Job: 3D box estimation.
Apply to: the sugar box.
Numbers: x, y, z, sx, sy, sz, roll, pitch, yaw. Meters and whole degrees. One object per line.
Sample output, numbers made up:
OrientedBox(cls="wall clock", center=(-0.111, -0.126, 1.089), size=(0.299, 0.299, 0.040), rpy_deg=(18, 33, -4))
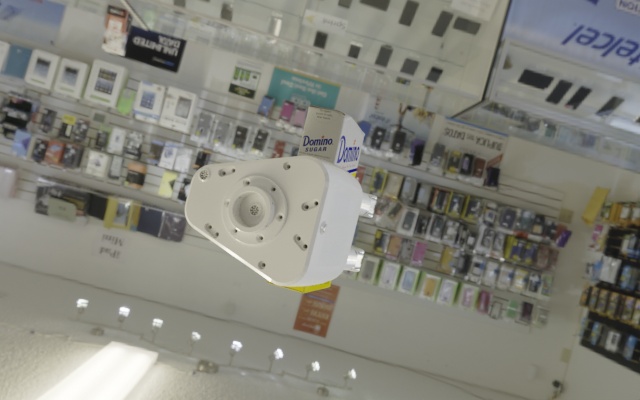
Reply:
OrientedBox(cls="sugar box", center=(0.001, 0.002, 0.492), size=(0.048, 0.176, 0.093), rpy_deg=(15, -1, 18))
